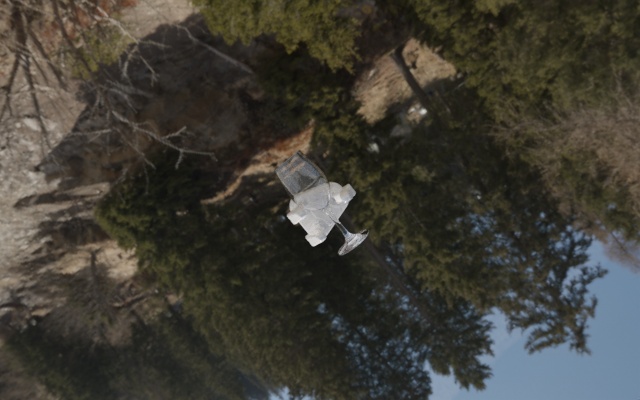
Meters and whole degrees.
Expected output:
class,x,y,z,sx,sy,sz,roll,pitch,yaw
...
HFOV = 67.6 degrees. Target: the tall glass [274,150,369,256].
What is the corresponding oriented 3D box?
class,x,y,z,sx,sy,sz,roll,pitch,yaw
tall glass,0.001,0.003,0.891,0.079,0.201,0.079,-38,7,5
